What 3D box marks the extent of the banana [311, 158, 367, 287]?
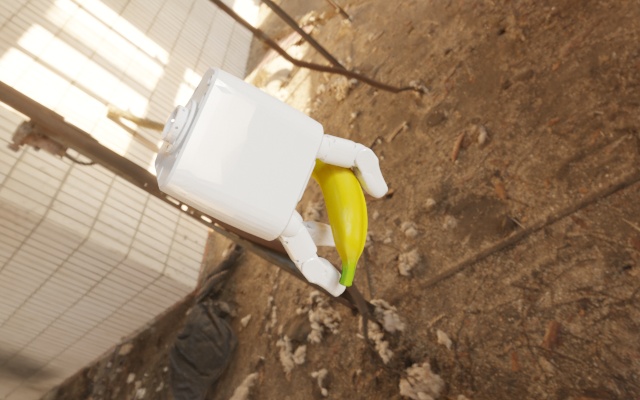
[{"bbox_3d":[0.010,-0.010,0.485,0.037,0.070,0.197,19,32,-27],"label":"banana"}]
